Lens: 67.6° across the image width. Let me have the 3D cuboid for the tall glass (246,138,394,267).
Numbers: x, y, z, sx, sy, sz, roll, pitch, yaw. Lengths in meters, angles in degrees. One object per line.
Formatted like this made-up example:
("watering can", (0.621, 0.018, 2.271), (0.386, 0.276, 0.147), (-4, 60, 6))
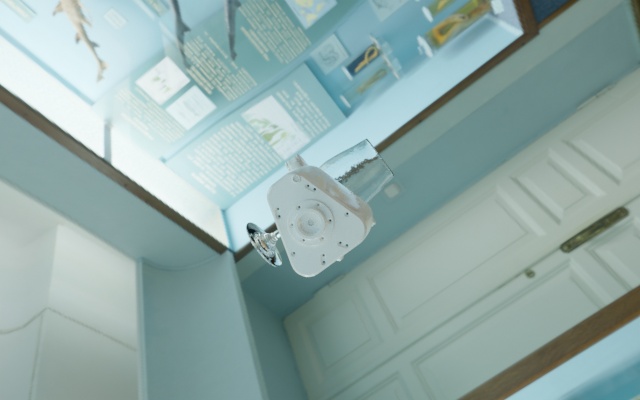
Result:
("tall glass", (0.000, 0.002, 0.640), (0.201, 0.079, 0.079), (-37, -7, 9))
